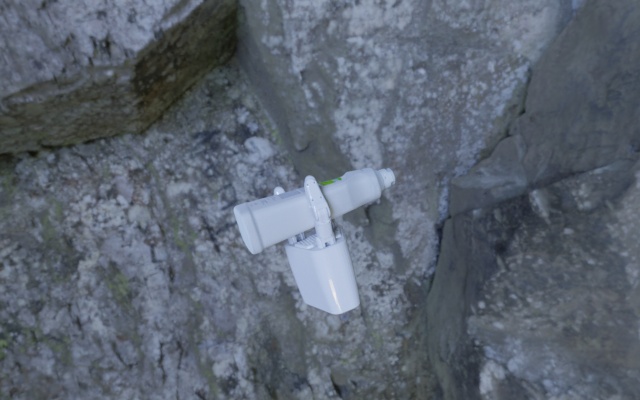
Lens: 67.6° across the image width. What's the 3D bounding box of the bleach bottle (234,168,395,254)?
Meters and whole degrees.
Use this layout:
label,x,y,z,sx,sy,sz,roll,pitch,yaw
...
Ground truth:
label,x,y,z,sx,sy,sz,roll,pitch,yaw
bleach bottle,0.000,0.002,0.724,0.251,0.068,0.102,-19,13,-14
